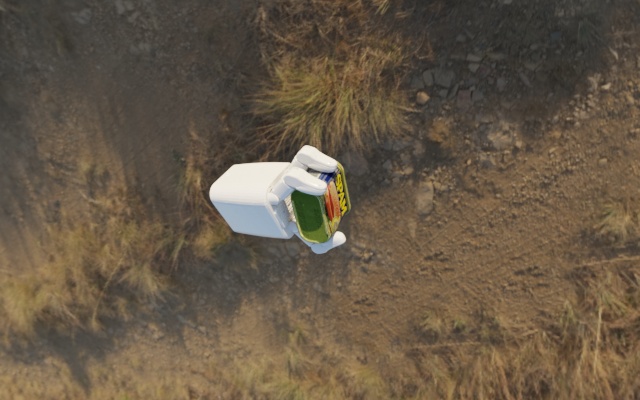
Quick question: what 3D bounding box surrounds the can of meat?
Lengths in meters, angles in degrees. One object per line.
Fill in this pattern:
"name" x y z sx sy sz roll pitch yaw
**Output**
"can of meat" 0.000 0.003 0.723 0.057 0.102 0.084 5 36 25
